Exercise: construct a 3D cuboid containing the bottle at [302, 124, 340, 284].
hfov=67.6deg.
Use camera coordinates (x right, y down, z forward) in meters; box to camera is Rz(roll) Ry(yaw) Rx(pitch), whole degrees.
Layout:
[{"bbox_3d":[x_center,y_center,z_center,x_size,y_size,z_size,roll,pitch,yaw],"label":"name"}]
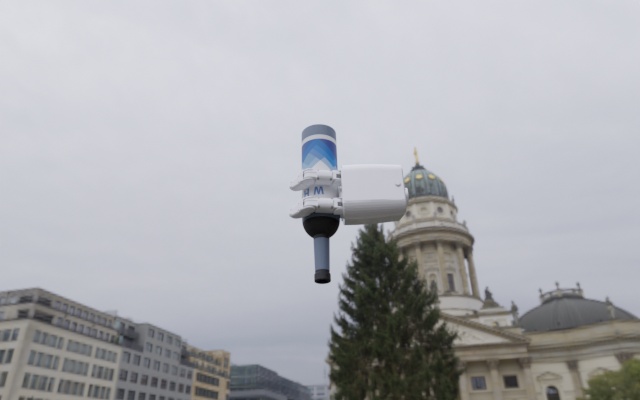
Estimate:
[{"bbox_3d":[0.000,0.003,0.848,0.069,0.295,0.069,-1,-28,-1],"label":"bottle"}]
